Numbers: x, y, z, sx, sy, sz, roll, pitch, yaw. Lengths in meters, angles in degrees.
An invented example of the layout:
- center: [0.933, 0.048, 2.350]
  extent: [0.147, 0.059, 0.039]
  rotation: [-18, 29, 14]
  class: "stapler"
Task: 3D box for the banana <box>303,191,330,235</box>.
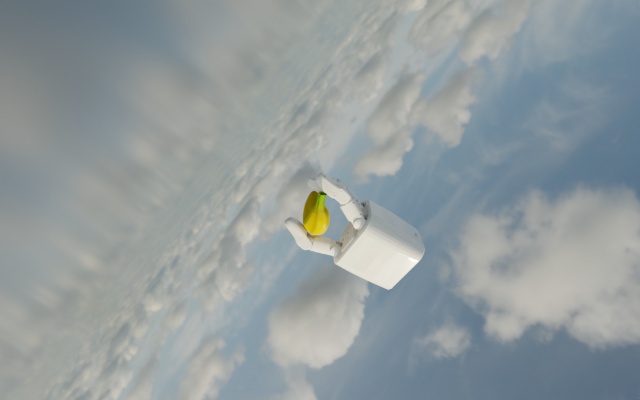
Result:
- center: [-0.006, 0.020, 0.782]
  extent: [0.037, 0.069, 0.198]
  rotation: [19, 0, -7]
  class: "banana"
